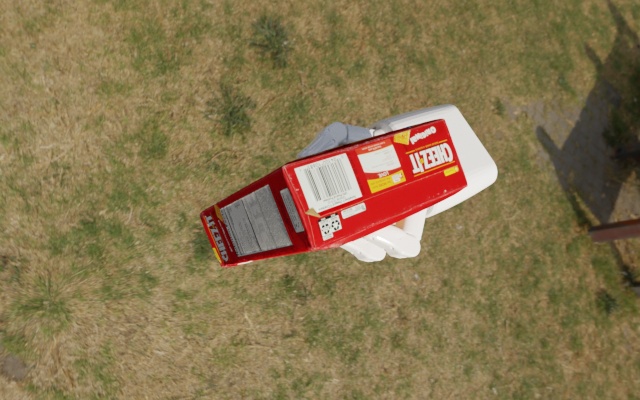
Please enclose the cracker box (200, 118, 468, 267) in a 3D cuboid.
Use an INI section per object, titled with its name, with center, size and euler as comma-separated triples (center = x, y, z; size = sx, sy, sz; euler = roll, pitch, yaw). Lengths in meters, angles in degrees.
[cracker box]
center = 0.000, 0.001, 0.450
size = 0.164, 0.072, 0.214
euler = -20, 0, -31
